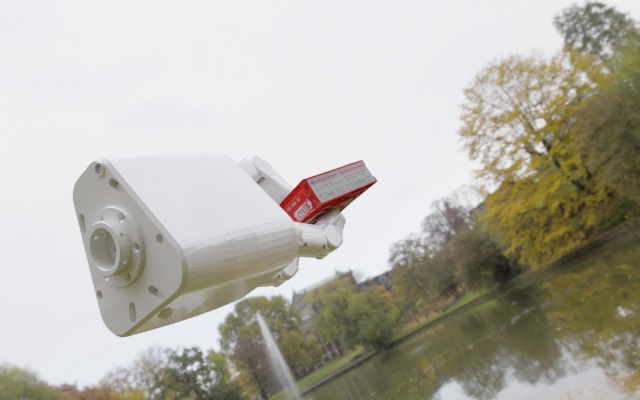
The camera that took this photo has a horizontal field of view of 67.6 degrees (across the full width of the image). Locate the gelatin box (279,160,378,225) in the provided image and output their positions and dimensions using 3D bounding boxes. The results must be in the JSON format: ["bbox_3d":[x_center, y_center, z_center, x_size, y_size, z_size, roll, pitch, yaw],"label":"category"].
[{"bbox_3d":[0.000,0.001,0.443,0.089,0.030,0.073,-23,-15,-47],"label":"gelatin box"}]
